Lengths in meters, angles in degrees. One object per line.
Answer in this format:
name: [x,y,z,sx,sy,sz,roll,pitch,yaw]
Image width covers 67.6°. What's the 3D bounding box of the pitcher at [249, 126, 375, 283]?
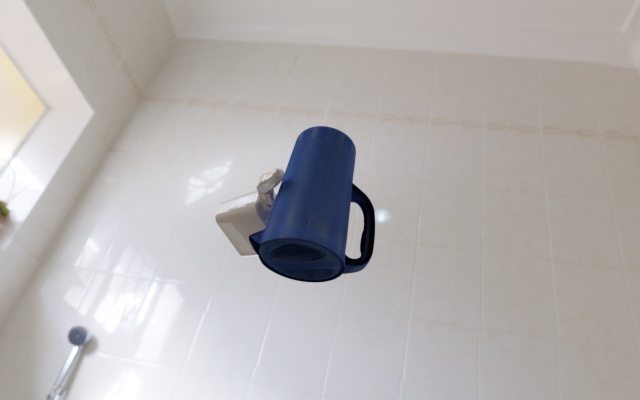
pitcher: [0.000,0.003,0.772,0.145,0.242,0.149,-15,-43,34]
